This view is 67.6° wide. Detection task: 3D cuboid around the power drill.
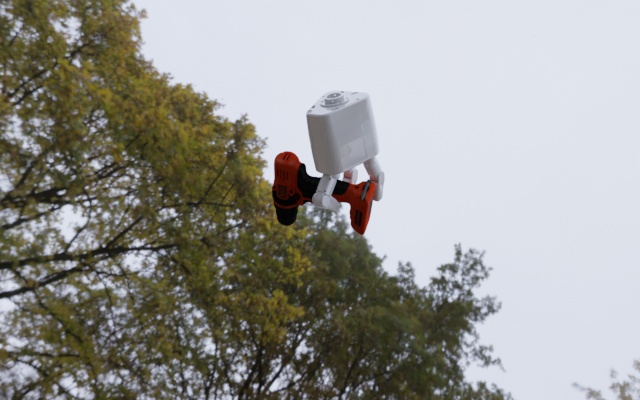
[{"bbox_3d":[0.001,0.003,0.882,0.187,0.057,0.185,15,-38,9],"label":"power drill"}]
